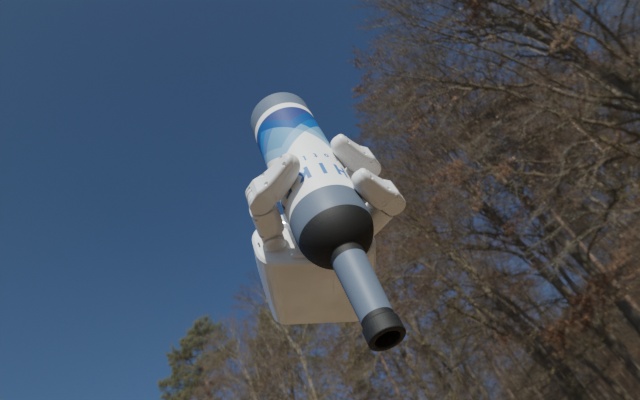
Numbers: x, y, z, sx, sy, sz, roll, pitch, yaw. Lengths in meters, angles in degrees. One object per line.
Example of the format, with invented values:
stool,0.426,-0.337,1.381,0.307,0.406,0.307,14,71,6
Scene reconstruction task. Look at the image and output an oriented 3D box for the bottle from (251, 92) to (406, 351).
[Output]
bottle,0.000,0.001,0.424,0.069,0.069,0.295,0,39,-23
